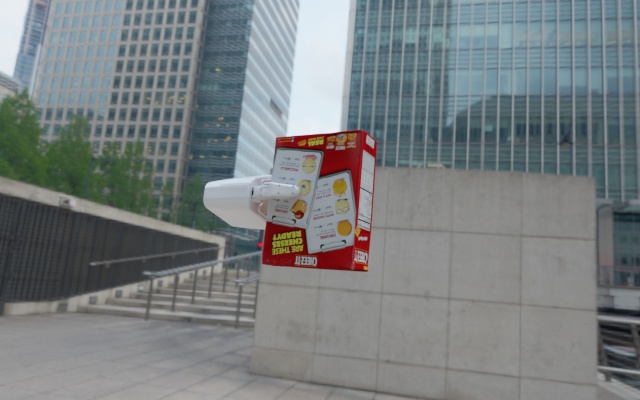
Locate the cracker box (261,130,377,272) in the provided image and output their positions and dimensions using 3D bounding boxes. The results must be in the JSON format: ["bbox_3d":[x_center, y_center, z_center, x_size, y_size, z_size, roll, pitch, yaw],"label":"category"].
[{"bbox_3d":[0.000,0.002,0.766,0.164,0.213,0.072,-1,-11,30],"label":"cracker box"}]
